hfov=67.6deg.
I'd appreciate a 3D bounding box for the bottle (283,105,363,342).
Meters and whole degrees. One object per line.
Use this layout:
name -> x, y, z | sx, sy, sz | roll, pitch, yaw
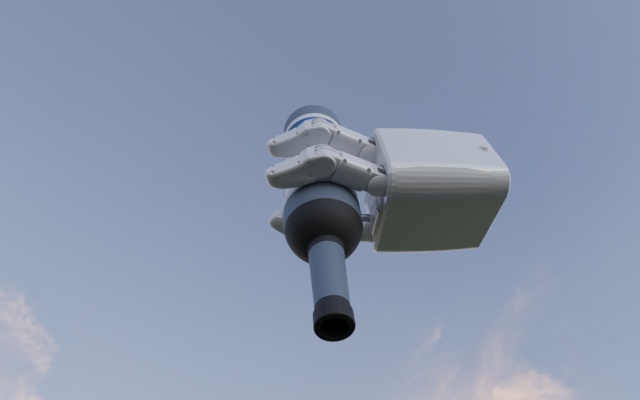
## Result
bottle -> 0.000, 0.001, 0.428 | 0.069, 0.069, 0.295 | 0, 33, -4
